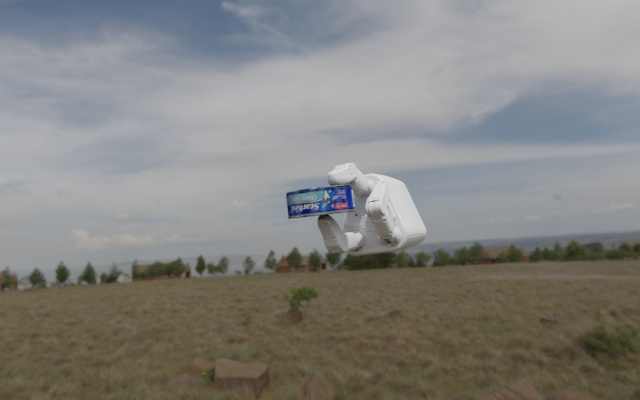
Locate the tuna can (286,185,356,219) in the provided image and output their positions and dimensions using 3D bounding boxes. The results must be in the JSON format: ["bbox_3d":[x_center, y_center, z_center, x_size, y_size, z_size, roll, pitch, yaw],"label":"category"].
[{"bbox_3d":[0.000,0.001,0.599,0.086,0.034,0.086,-6,-2,0],"label":"tuna can"}]
